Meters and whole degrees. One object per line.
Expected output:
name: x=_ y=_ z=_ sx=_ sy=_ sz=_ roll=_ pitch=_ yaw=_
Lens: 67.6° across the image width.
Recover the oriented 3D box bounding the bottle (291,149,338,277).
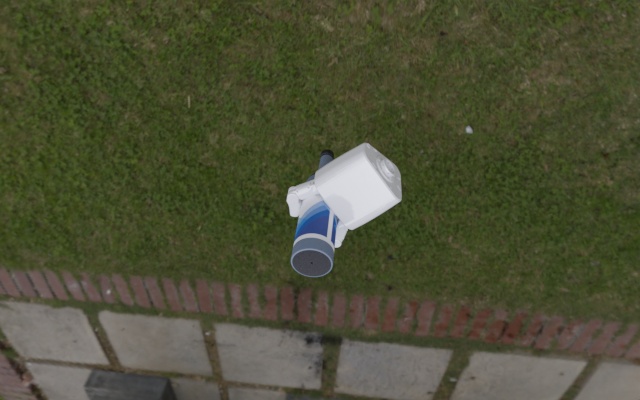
bottle: x=0.000 y=0.003 z=0.857 sx=0.069 sy=0.069 sz=0.295 roll=0 pitch=41 yaw=7
